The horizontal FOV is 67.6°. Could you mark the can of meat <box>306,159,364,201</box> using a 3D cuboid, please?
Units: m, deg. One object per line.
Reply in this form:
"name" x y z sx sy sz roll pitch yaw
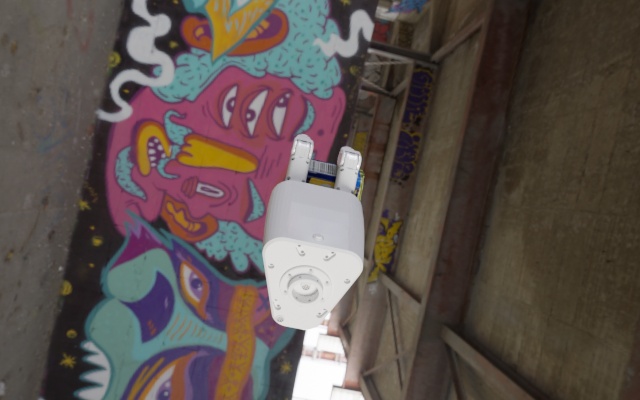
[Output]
"can of meat" 0.000 0.002 0.576 0.084 0.102 0.057 12 27 -5
